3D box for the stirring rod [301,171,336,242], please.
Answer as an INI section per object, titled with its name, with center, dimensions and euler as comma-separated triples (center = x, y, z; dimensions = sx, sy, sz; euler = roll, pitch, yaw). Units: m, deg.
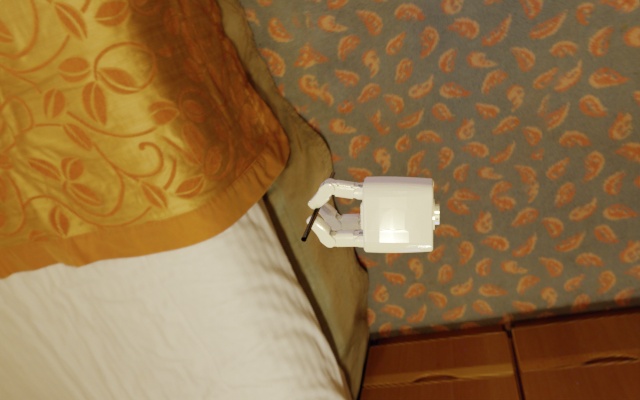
[stirring rod]
center = 0.000, 0.003, 0.795
dimensions = 0.011, 0.011, 0.239
euler = 0, 27, 13
